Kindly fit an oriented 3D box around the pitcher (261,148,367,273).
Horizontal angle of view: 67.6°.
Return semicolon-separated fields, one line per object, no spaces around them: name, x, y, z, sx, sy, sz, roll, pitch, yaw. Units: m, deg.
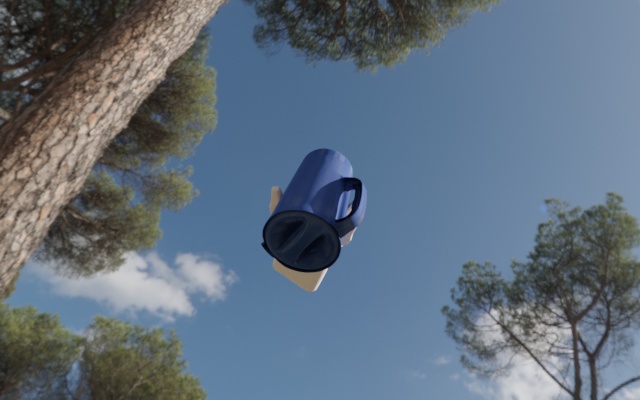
pitcher;0.000;0.003;0.871;0.149;0.145;0.242;19;37;0
